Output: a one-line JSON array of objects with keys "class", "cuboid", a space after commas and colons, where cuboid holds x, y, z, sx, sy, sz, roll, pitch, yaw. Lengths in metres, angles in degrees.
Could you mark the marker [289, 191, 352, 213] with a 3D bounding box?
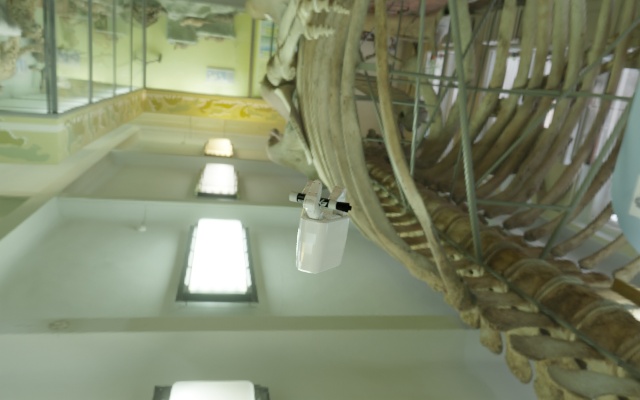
[{"class": "marker", "cuboid": [0.000, 0.003, 0.893, 0.121, 0.020, 0.020, 12, 4, 18]}]
